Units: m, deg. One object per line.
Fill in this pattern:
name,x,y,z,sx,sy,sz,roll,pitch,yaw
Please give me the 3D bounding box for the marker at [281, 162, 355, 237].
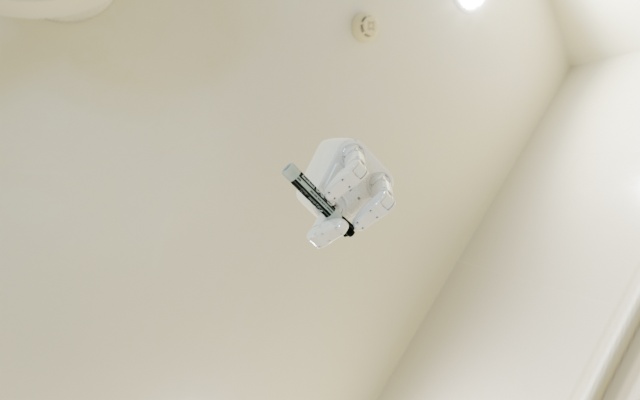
marker,0.000,0.002,0.583,0.121,0.020,0.020,45,-18,-19
